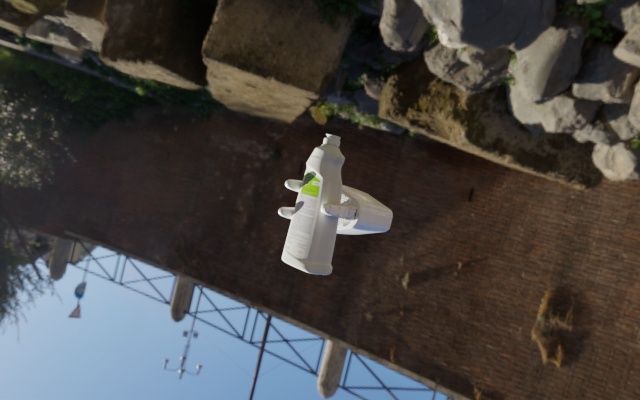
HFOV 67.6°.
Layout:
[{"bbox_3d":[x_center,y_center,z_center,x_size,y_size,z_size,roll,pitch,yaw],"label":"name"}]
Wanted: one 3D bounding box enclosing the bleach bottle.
[{"bbox_3d":[0.000,0.003,0.884,0.068,0.251,0.102,12,2,-42],"label":"bleach bottle"}]
